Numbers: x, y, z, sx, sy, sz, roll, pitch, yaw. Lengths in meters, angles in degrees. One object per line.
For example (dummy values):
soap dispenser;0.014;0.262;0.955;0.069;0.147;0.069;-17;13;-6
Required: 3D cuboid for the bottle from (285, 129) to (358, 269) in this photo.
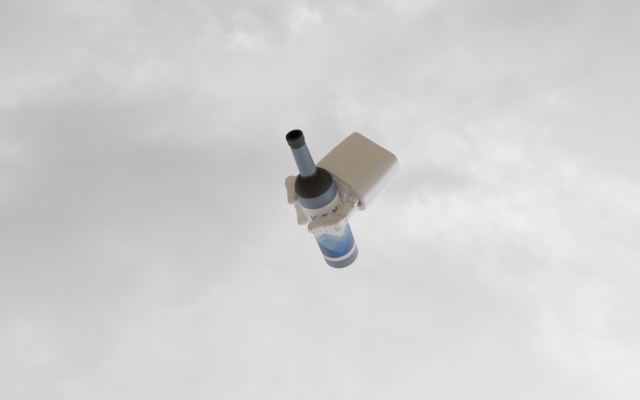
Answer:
bottle;0.000;0.003;0.805;0.069;0.069;0.296;0;-43;21
